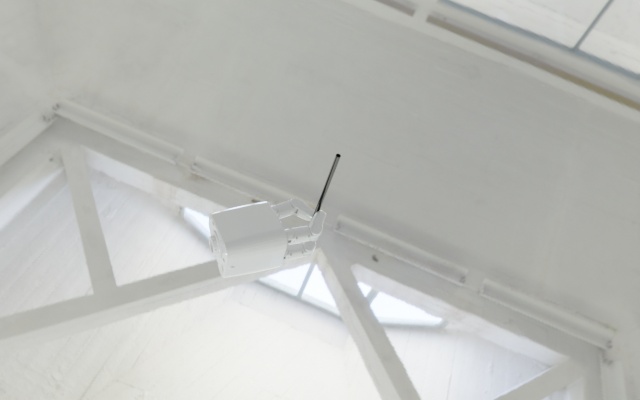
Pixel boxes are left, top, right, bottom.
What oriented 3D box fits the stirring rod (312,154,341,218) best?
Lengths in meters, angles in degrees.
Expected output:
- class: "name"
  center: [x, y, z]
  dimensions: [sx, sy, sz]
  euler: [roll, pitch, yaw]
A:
- class: "stirring rod"
  center: [0.000, 0.003, 0.832]
  dimensions: [0.011, 0.011, 0.240]
  euler: [0, -37, -17]
